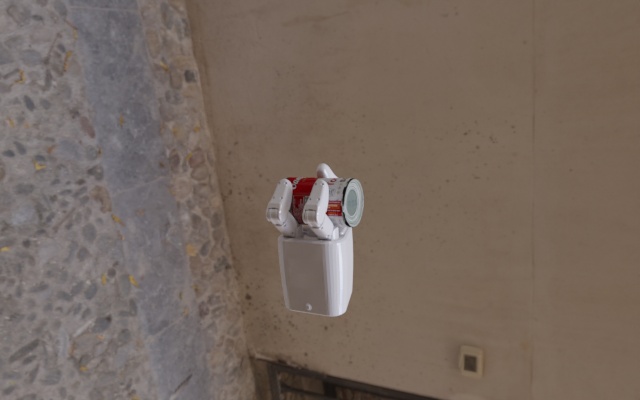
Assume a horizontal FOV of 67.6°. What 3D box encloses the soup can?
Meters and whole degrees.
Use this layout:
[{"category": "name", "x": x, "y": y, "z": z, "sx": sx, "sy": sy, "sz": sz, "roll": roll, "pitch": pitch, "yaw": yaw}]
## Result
[{"category": "soup can", "x": 0.000, "y": 0.002, "z": 0.656, "sx": 0.102, "sy": 0.068, "sz": 0.068, "roll": 2, "pitch": 1, "yaw": 27}]
